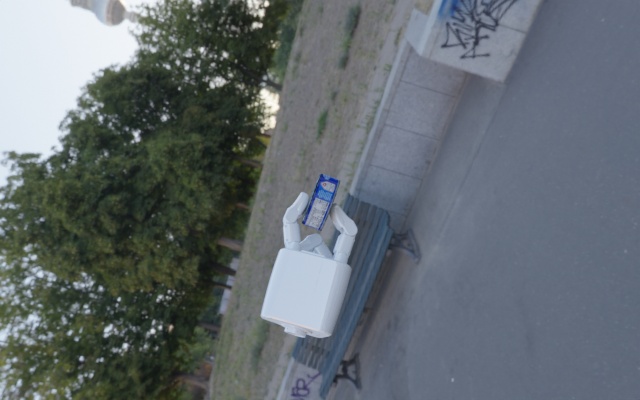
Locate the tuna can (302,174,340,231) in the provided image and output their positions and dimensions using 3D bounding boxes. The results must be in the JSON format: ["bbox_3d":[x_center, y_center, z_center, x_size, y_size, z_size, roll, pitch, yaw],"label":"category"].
[{"bbox_3d":[0.000,0.002,0.743,0.034,0.086,0.086,21,-1,-2],"label":"tuna can"}]
